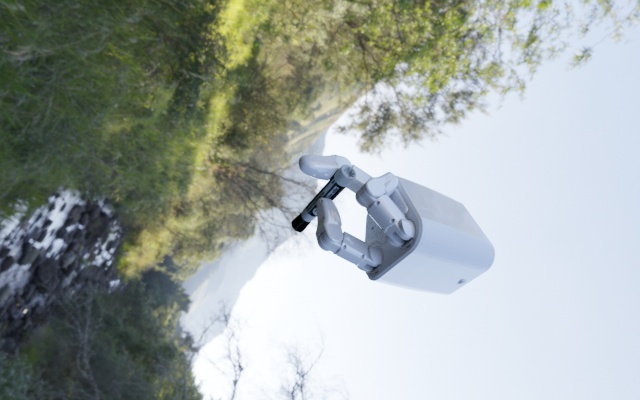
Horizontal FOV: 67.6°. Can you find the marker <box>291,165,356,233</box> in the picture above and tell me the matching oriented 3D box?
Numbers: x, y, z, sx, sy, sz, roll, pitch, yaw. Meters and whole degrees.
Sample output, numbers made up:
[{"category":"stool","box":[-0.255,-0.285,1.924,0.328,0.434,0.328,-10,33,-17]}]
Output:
[{"category":"marker","box":[0.000,0.002,0.536,0.020,0.020,0.121,0,-32,-35]}]
